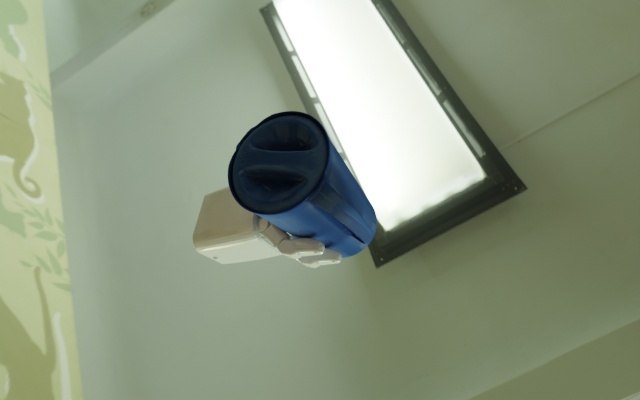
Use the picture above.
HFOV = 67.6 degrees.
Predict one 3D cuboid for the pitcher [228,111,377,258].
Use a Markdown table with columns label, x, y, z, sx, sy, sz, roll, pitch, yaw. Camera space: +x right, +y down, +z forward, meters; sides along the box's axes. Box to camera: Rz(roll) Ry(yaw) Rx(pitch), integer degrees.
| label | x | y | z | sx | sy | sz | roll | pitch | yaw |
| --- | --- | --- | --- | --- | --- | --- | --- | --- | --- |
| pitcher | 0.000 | 0.002 | 0.643 | 0.145 | 0.149 | 0.243 | -14 | -27 | 19 |
